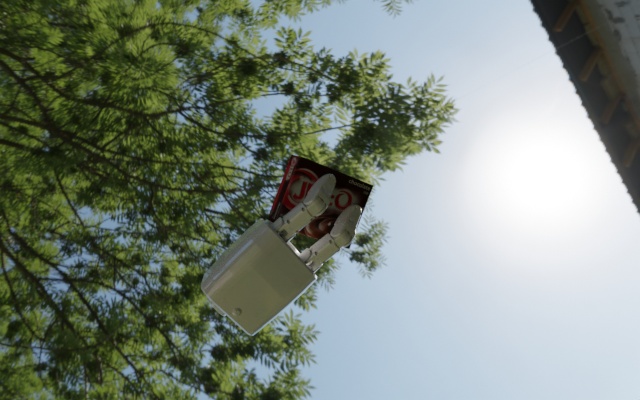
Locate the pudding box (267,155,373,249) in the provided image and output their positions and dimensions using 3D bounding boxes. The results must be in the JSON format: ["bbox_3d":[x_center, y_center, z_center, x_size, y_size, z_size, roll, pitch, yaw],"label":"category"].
[{"bbox_3d":[0.000,0.002,0.610,0.113,0.090,0.039,19,3,-26],"label":"pudding box"}]
